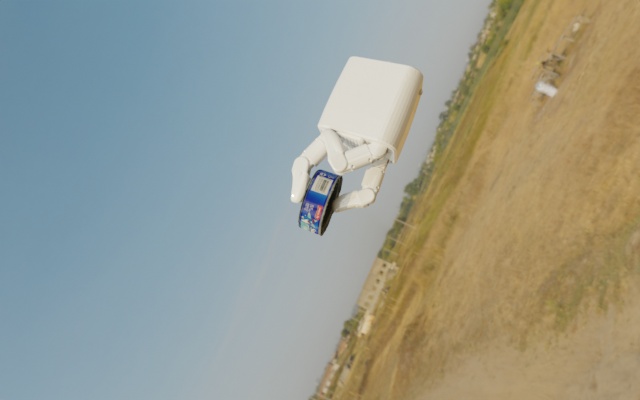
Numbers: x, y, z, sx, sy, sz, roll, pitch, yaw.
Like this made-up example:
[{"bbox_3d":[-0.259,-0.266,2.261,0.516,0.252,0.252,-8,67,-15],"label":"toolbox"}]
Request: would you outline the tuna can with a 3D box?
[{"bbox_3d":[0.000,0.002,0.644,0.034,0.086,0.086,19,3,9],"label":"tuna can"}]
